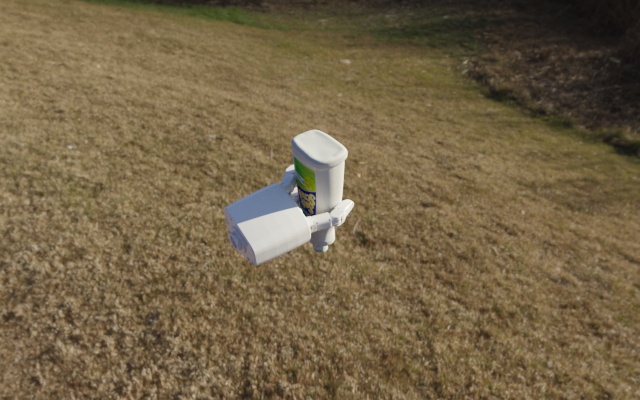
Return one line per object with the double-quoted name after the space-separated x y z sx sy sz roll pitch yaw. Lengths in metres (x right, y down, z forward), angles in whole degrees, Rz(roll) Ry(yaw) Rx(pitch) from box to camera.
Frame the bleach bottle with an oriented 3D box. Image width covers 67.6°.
0.000 0.003 0.865 0.068 0.251 0.102 -26 45 -25 "bleach bottle"
